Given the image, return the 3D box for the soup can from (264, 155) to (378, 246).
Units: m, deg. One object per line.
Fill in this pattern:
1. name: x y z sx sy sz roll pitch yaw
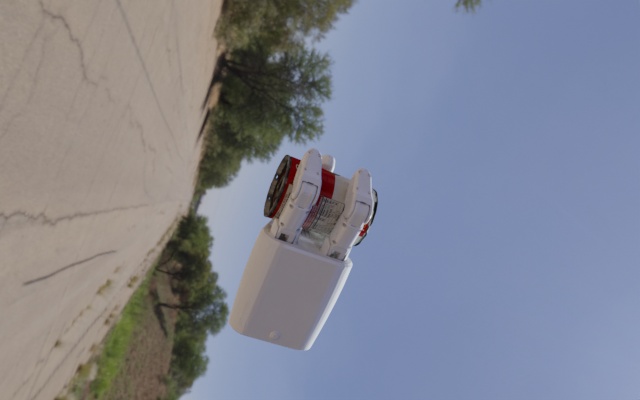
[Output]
1. soup can: 0.001 0.001 0.499 0.102 0.068 0.068 20 -5 -14
